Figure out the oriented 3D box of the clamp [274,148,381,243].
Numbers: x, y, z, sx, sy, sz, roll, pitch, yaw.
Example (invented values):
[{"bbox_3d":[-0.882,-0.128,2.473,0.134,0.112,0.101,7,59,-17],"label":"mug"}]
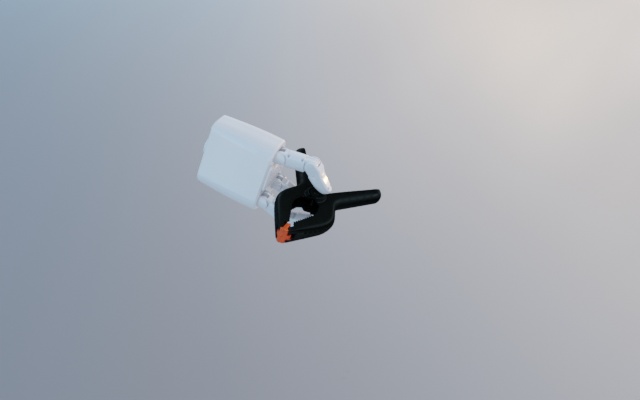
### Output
[{"bbox_3d":[0.000,0.002,0.739,0.164,0.036,0.210,25,39,6],"label":"clamp"}]
